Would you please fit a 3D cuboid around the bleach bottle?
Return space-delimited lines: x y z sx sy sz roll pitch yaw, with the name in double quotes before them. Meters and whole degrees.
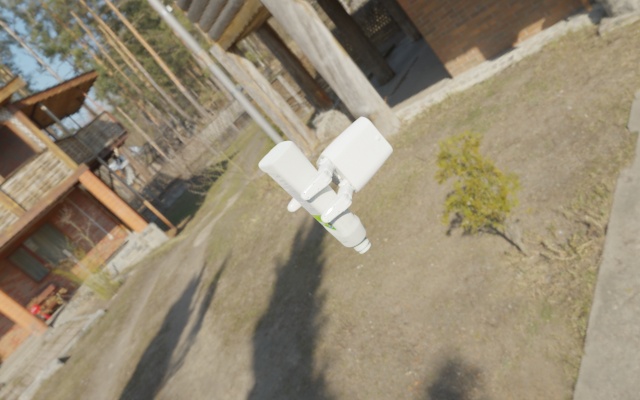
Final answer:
"bleach bottle" 0.000 0.003 0.882 0.251 0.068 0.102 47 -12 -17
